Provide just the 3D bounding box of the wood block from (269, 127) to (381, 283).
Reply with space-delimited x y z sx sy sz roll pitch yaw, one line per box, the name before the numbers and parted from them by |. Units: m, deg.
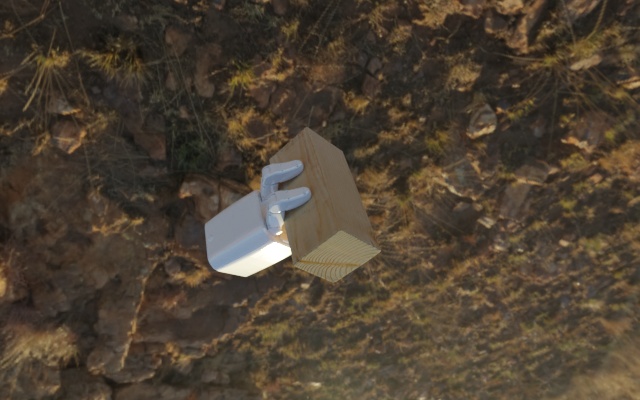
wood block | 0.000 0.003 0.705 0.090 0.206 0.091 -38 -44 23
